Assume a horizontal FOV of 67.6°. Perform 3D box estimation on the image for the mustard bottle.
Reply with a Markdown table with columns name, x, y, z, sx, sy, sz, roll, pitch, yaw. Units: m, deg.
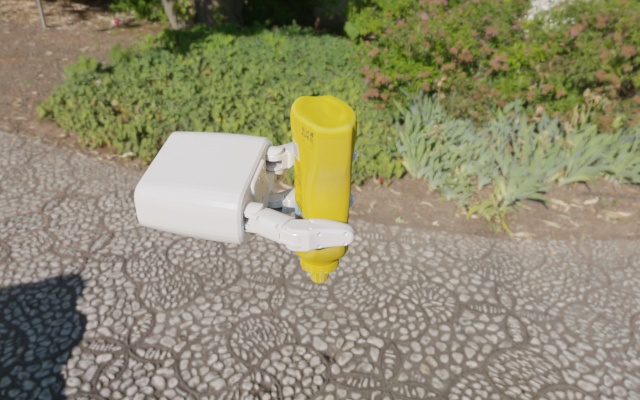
| name | x | y | z | sx | sy | sz | roll | pitch | yaw |
| --- | --- | --- | --- | --- | --- | --- | --- | --- | --- |
| mustard bottle | 0.000 | 0.001 | 0.471 | 0.058 | 0.192 | 0.096 | -5 | 30 | -11 |
